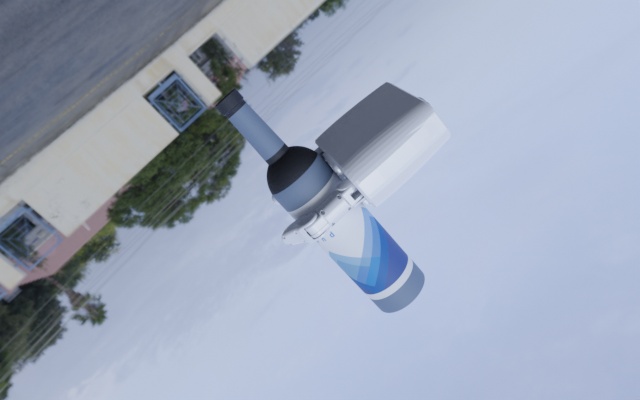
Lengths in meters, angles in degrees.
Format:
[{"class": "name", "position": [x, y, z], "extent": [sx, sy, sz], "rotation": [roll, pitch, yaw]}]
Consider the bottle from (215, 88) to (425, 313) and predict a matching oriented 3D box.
[{"class": "bottle", "position": [0.000, 0.002, 0.515], "extent": [0.069, 0.296, 0.069], "rotation": [-38, 18, 14]}]
